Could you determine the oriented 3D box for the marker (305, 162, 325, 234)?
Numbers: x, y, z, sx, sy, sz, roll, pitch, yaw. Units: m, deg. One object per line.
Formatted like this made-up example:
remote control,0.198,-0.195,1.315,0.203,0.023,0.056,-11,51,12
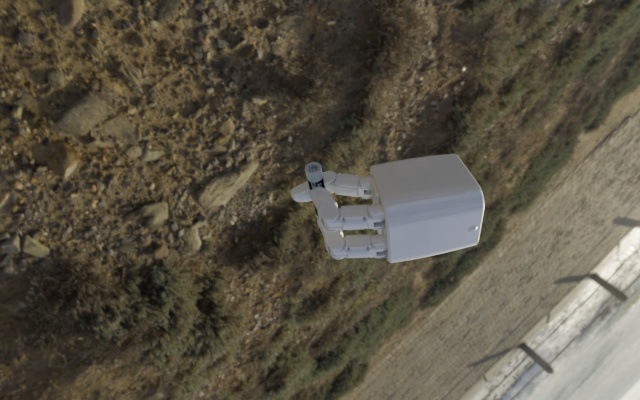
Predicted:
marker,0.000,0.002,0.582,0.020,0.020,0.121,0,-40,11
